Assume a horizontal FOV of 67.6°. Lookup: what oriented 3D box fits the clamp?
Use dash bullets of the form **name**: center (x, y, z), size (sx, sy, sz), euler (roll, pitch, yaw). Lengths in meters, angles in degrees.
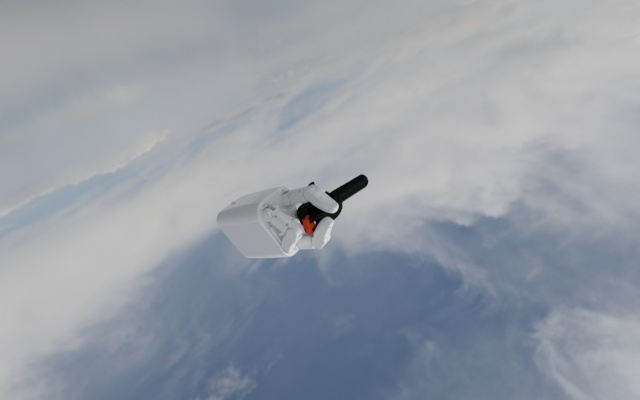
- **clamp**: center (0.000, 0.003, 0.834), size (0.120, 0.039, 0.171), euler (-9, 21, 37)
